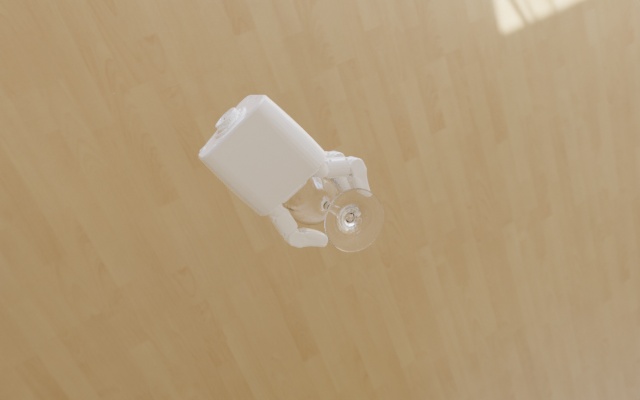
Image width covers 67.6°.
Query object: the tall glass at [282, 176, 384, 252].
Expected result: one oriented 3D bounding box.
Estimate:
[{"bbox_3d":[0.000,0.002,0.626,0.079,0.079,0.201,0,12,-23],"label":"tall glass"}]
